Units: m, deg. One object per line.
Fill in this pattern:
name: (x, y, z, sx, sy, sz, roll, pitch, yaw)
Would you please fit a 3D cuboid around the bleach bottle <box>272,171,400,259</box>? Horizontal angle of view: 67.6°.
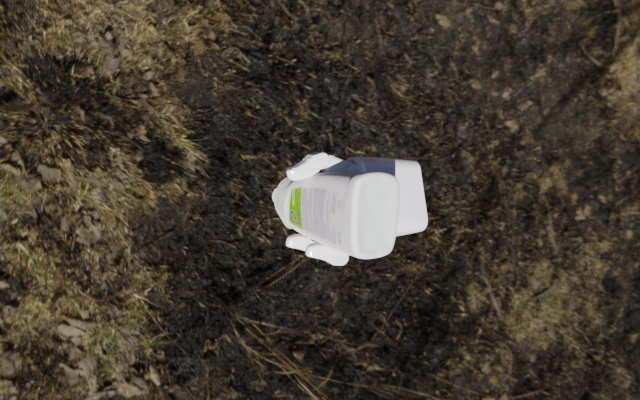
bleach bottle: (0.000, 0.002, 0.635, 0.068, 0.102, 0.251, -2, 9, -30)
